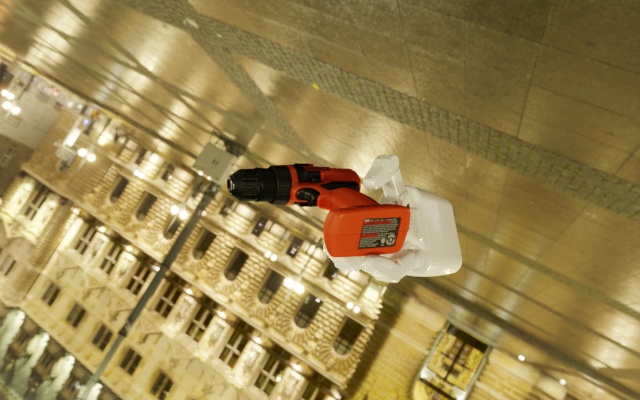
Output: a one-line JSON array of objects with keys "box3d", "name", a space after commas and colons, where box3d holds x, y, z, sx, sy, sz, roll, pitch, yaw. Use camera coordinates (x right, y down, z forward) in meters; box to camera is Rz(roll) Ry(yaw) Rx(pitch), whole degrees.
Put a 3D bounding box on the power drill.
[{"box3d": [0.001, 0.002, 0.565, 0.184, 0.057, 0.187, -3, 23, -28], "name": "power drill"}]
